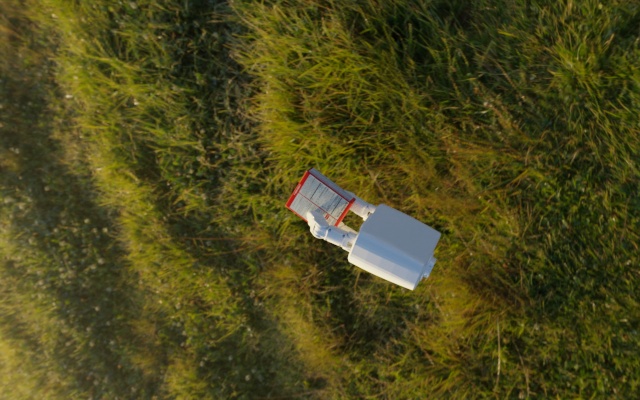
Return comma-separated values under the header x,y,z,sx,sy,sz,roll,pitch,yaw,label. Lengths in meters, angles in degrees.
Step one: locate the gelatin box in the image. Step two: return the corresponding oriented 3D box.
x,y,z,sx,sy,sz,roll,pitch,yaw,label
0.000,0.002,0.760,0.089,0.073,0.030,36,25,6,gelatin box
